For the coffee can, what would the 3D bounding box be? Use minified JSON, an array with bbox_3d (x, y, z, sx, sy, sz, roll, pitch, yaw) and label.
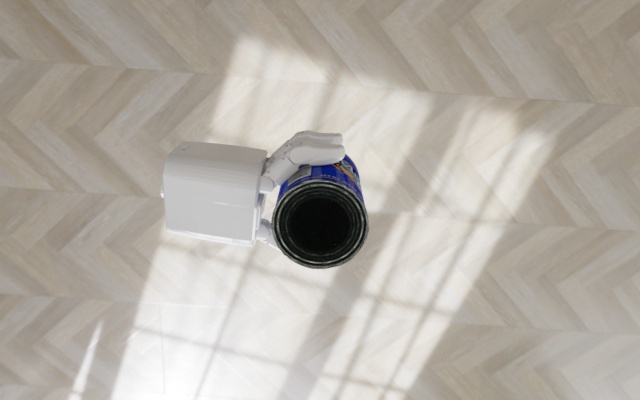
[{"bbox_3d":[0.000,0.002,0.559,0.103,0.103,0.140,0,21,0],"label":"coffee can"}]
